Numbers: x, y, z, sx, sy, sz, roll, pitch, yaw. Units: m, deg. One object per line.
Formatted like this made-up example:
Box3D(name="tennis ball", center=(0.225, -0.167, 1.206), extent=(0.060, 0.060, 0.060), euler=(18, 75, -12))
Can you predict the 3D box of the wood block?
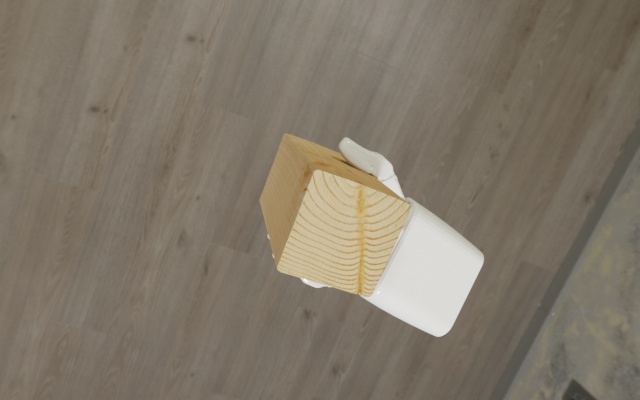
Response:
Box3D(name="wood block", center=(0.001, 0.001, 0.482), extent=(0.090, 0.091, 0.206), euler=(19, 11, -16))
